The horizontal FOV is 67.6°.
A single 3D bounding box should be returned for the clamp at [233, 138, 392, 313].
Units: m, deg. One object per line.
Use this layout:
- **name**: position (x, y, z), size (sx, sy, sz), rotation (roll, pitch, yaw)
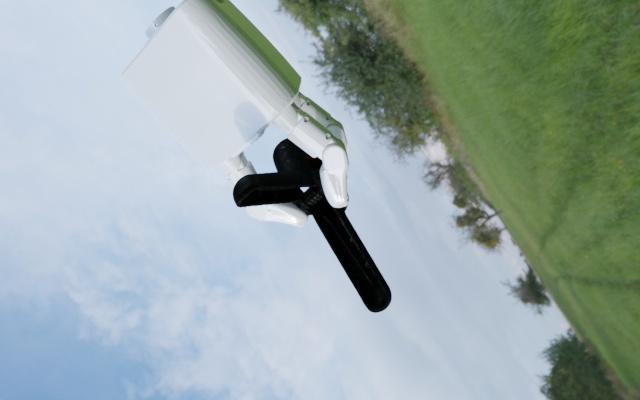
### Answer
- **clamp**: position (-0.001, 0.002, 0.447), size (0.036, 0.164, 0.210), rotation (-39, 19, 18)
